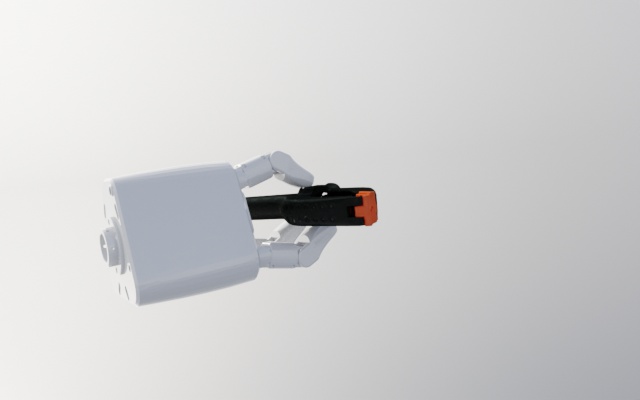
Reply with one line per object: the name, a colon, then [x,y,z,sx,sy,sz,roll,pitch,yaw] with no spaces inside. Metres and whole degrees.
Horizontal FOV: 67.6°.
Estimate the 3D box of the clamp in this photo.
clamp: [0.000,0.001,0.497,0.164,0.036,0.210,-12,8,-35]
